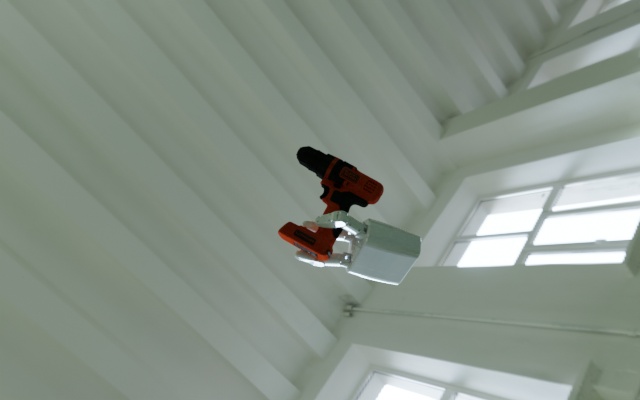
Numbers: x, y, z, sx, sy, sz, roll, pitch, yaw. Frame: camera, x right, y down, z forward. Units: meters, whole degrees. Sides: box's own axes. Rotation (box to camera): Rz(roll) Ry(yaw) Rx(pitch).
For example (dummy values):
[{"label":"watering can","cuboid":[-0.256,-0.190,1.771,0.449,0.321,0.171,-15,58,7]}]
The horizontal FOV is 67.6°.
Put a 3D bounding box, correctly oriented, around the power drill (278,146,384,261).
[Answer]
[{"label":"power drill","cuboid":[0.000,0.003,0.895,0.184,0.187,0.057,29,-14,13]}]
